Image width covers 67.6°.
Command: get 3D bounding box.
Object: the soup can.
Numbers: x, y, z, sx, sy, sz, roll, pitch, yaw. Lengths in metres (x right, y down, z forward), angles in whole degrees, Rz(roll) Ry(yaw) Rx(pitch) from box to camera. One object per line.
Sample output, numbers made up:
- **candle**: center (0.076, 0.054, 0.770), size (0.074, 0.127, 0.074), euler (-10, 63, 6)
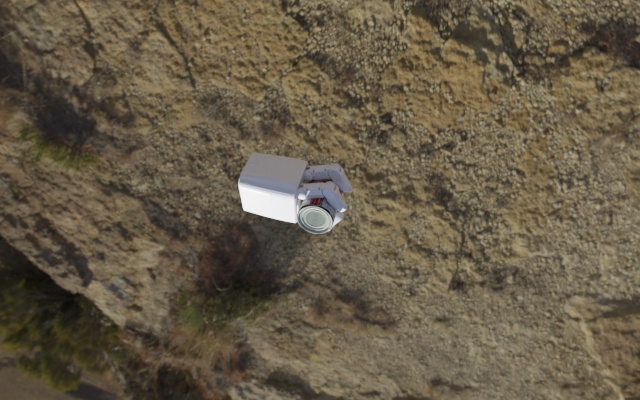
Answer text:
- **soup can**: center (0.001, 0.003, 0.872), size (0.068, 0.069, 0.102), euler (0, 38, 15)
